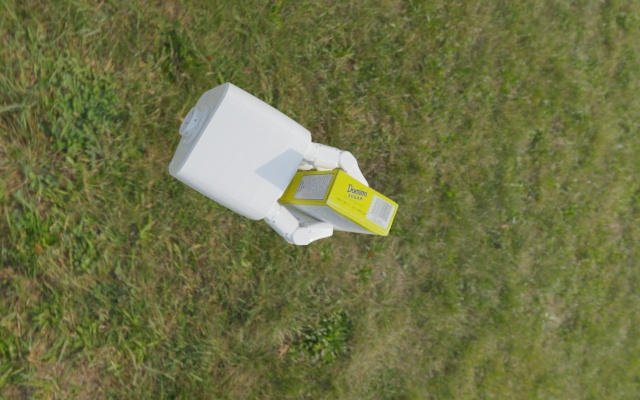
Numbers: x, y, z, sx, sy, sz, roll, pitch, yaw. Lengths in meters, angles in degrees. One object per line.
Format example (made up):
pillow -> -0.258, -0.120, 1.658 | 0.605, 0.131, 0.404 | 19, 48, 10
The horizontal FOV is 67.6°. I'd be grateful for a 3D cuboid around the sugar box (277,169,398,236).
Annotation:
sugar box -> 0.000, 0.001, 0.580 | 0.093, 0.048, 0.176 | 30, -12, -30
